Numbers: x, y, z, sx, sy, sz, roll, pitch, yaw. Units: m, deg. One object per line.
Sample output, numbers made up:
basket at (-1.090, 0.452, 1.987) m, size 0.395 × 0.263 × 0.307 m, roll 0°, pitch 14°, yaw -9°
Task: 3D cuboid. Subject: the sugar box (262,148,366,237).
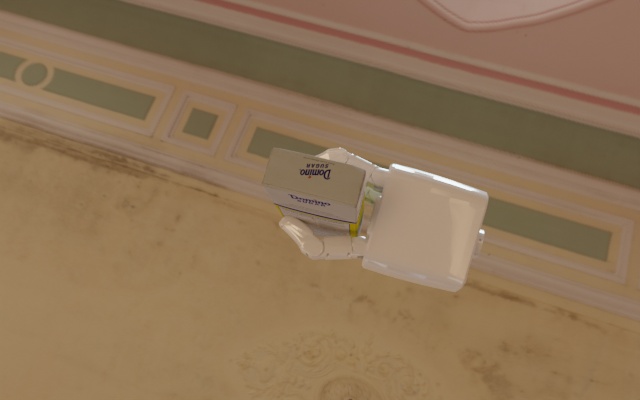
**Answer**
sugar box at (0.000, 0.001, 0.517) m, size 0.093 × 0.048 × 0.176 m, roll 14°, pitch -17°, yaw 7°
